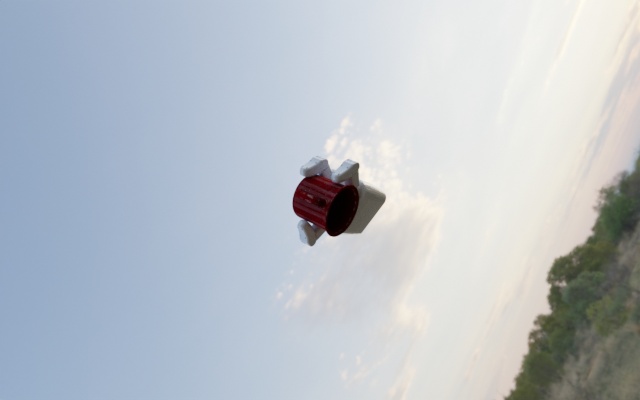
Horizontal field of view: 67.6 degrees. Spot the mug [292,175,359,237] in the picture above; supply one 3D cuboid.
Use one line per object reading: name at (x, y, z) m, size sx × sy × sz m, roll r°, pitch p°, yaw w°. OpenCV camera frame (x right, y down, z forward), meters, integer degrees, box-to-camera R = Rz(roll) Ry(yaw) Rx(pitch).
mug at (-0.001, 0.002, 0.802) m, size 0.081 × 0.093 × 0.117 m, roll 24°, pitch 5°, yaw 32°
